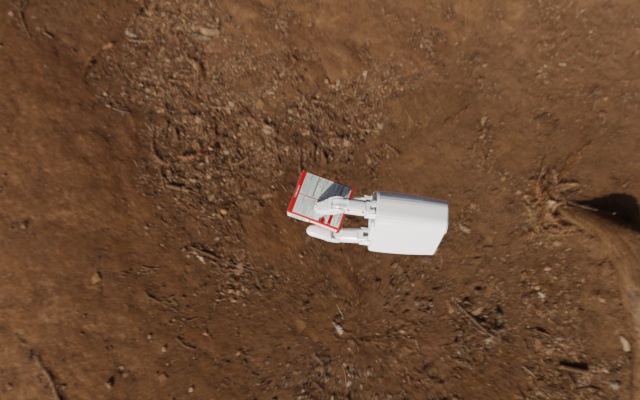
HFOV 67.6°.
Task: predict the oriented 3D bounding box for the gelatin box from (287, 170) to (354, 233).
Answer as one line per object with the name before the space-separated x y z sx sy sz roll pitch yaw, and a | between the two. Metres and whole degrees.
gelatin box | 0.000 0.002 0.757 0.089 0.073 0.030 20 -14 1
